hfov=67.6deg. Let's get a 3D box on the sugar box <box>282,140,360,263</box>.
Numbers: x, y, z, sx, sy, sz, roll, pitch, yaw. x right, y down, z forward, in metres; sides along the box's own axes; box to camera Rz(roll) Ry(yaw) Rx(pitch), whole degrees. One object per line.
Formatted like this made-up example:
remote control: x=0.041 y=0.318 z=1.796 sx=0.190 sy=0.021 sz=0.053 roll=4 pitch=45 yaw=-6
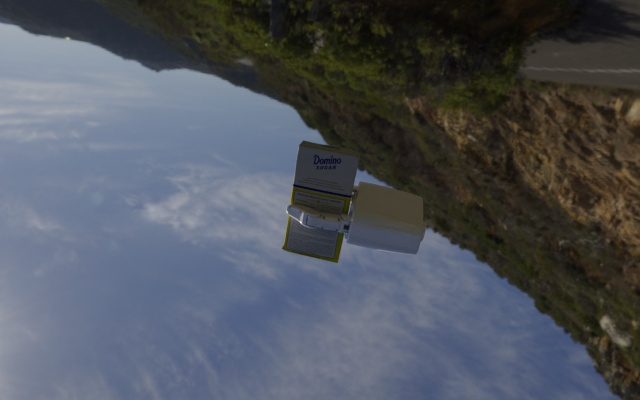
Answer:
sugar box: x=0.000 y=0.002 z=0.743 sx=0.093 sy=0.176 sz=0.048 roll=12 pitch=17 yaw=4
